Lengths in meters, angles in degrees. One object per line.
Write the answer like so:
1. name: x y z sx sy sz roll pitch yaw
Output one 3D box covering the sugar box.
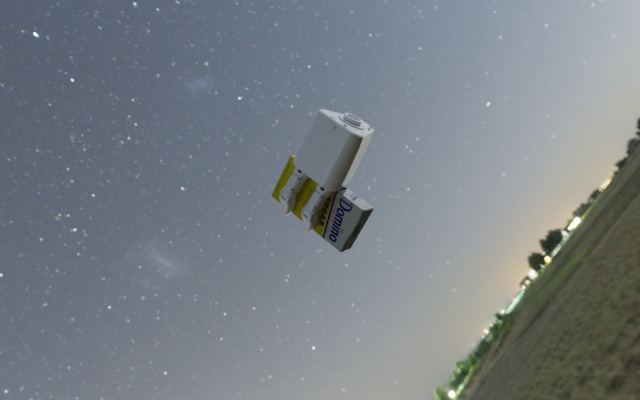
1. sugar box: 0.000 0.003 0.858 0.176 0.093 0.048 38 25 24
